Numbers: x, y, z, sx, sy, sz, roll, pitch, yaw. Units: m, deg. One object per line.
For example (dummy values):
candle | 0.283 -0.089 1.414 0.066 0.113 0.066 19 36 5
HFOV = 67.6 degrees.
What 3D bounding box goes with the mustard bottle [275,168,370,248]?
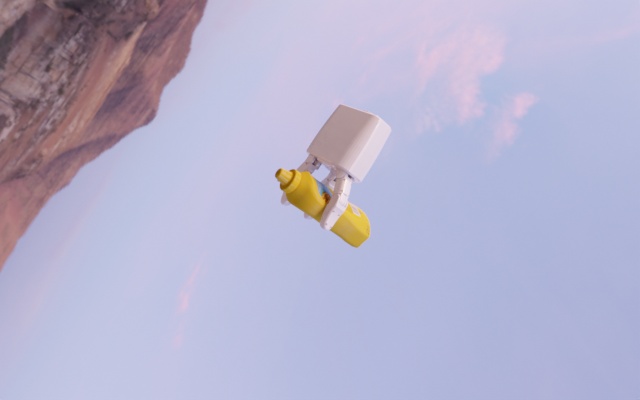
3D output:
mustard bottle | 0.000 0.003 0.808 0.192 0.058 0.096 36 19 -31
